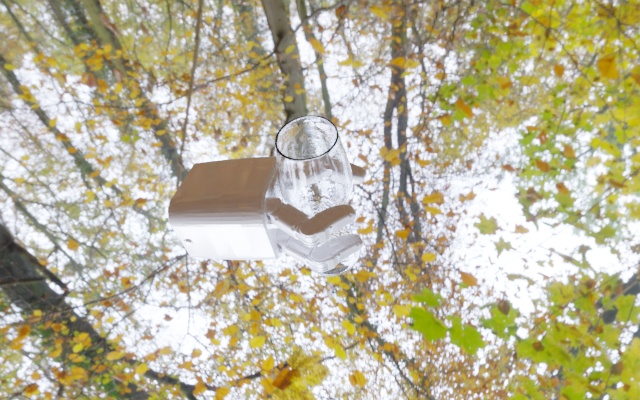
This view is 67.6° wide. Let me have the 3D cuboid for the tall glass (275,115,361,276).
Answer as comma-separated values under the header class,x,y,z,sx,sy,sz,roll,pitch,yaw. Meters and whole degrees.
class,x,y,z,sx,sy,sz,roll,pitch,yaw
tall glass,0.000,0.002,0.530,0.079,0.079,0.201,0,-39,10
